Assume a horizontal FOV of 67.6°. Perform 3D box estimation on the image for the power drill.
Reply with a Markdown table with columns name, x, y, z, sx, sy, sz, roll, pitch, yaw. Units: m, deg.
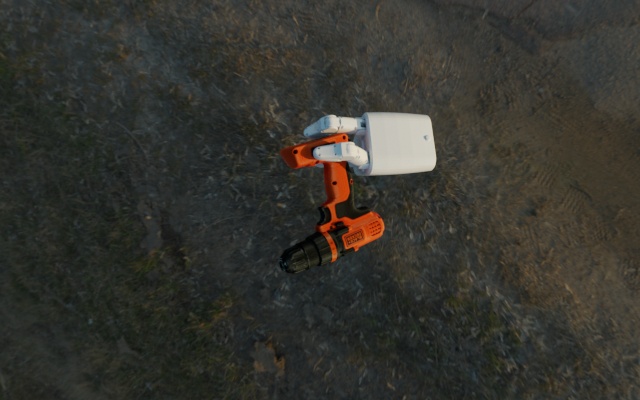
| name | x | y | z | sx | sy | sz | roll | pitch | yaw |
| --- | --- | --- | --- | --- | --- | --- | --- | --- | --- |
| power drill | 0.000 | 0.002 | 0.730 | 0.184 | 0.188 | 0.057 | -22 | 13 | -28 |
